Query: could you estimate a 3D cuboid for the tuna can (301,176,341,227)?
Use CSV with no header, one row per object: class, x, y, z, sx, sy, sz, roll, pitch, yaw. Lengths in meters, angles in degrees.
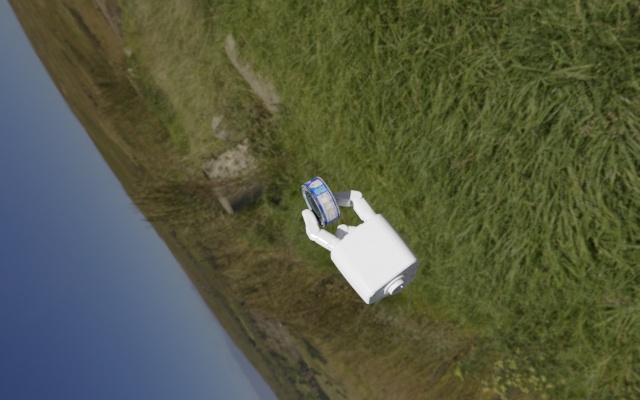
tuna can,0.000,0.003,0.846,0.034,0.086,0.086,-28,6,-12
